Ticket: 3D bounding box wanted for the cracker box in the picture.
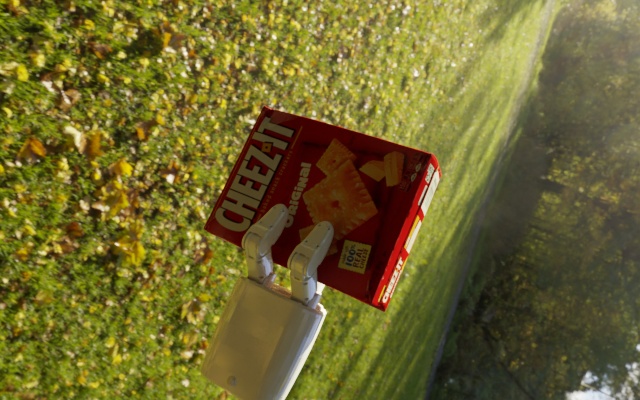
[{"bbox_3d":[0.000,0.002,0.523,0.213,0.164,0.072,20,-10,25],"label":"cracker box"}]
